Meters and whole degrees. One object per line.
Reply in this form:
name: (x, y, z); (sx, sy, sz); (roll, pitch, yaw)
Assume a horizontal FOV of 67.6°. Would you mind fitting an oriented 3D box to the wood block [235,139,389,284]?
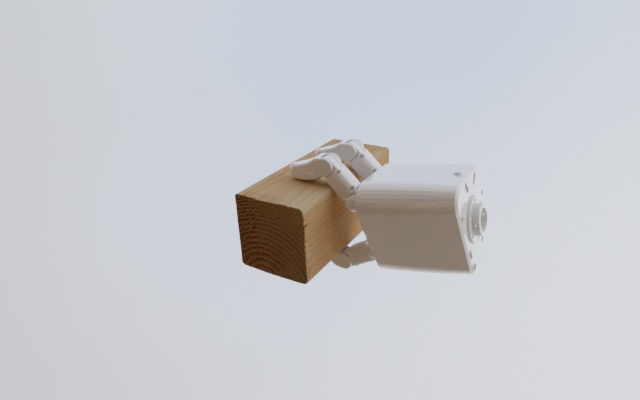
wood block: (0.001, 0.002, 0.579); (0.090, 0.091, 0.206); (13, 29, 29)
